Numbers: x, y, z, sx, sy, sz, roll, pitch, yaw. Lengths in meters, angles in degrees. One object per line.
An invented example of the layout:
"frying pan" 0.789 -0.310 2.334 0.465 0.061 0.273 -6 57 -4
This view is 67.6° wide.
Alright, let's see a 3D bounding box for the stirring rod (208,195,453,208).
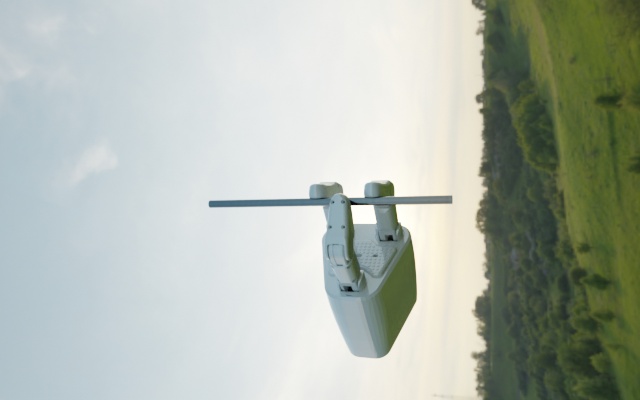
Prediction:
"stirring rod" 0.000 0.002 0.451 0.239 0.011 0.011 -1 0 20
